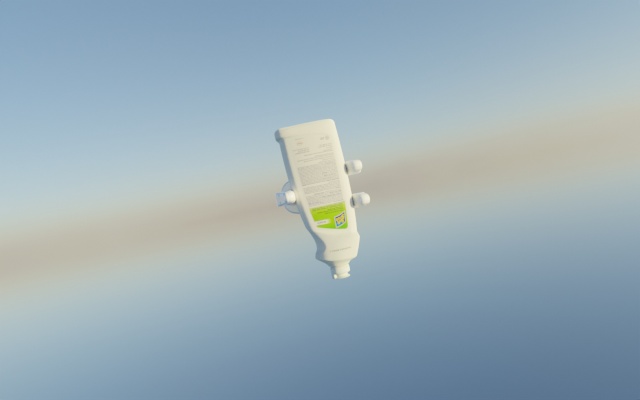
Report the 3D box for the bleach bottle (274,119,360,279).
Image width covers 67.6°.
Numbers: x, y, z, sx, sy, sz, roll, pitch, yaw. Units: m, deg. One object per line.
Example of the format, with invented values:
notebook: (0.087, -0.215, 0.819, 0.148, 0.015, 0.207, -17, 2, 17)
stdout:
bleach bottle: (0.000, 0.002, 0.770, 0.102, 0.251, 0.068, -12, 1, 1)
